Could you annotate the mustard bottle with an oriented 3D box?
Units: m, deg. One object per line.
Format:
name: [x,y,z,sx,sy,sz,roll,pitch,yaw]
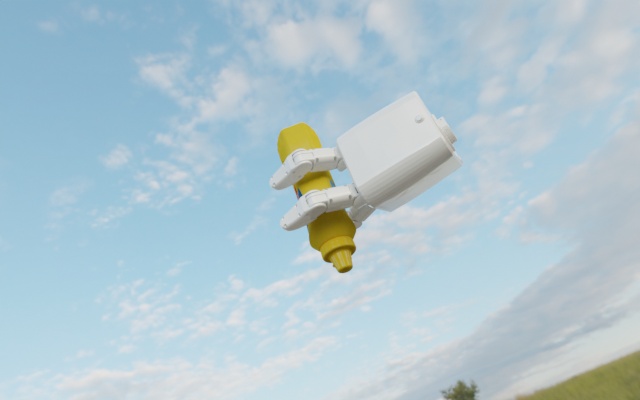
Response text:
mustard bottle: [0.000,0.002,0.586,0.058,0.191,0.096,-19,-32,-3]
